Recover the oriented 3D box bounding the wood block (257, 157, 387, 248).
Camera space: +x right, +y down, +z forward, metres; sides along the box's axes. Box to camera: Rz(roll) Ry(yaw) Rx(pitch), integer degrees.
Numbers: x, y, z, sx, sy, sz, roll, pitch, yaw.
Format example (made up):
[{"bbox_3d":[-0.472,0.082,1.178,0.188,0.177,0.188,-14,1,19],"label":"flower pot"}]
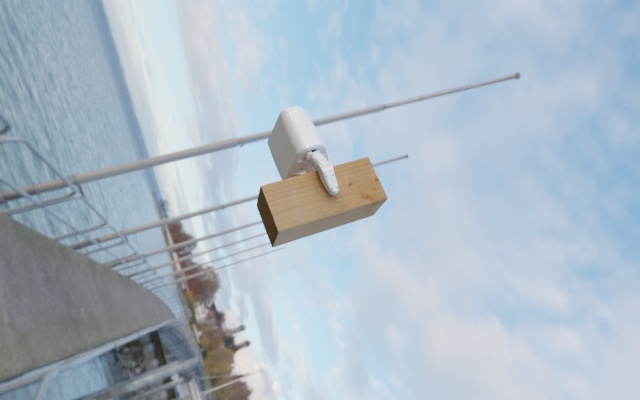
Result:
[{"bbox_3d":[0.000,0.002,0.856,0.206,0.090,0.091,-17,-18,-18],"label":"wood block"}]
